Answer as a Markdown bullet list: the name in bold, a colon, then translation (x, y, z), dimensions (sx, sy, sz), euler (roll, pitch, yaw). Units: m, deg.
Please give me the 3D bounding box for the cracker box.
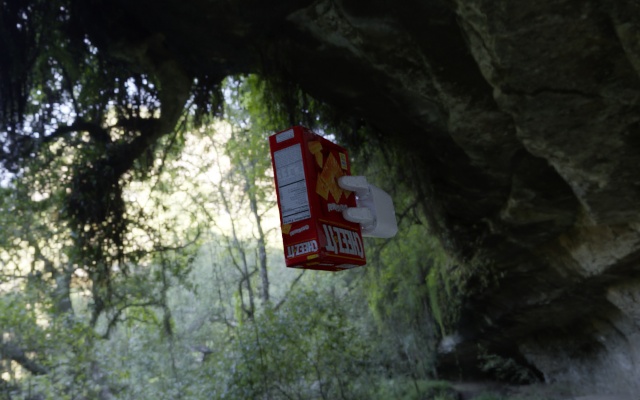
- **cracker box**: translation (0.000, 0.002, 0.782), dimensions (0.072, 0.213, 0.164), euler (-17, -17, 26)
